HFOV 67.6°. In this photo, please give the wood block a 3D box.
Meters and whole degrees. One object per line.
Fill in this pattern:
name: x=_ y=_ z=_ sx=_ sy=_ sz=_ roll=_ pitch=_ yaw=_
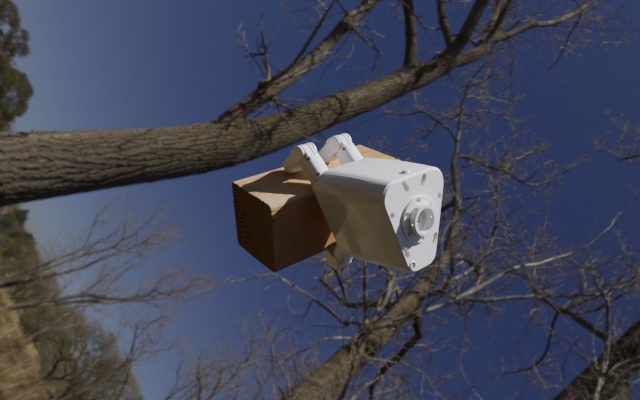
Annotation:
wood block: x=0.000 y=0.002 z=0.619 sx=0.206 sy=0.091 sz=0.090 roll=-19 pitch=31 yaw=-34
